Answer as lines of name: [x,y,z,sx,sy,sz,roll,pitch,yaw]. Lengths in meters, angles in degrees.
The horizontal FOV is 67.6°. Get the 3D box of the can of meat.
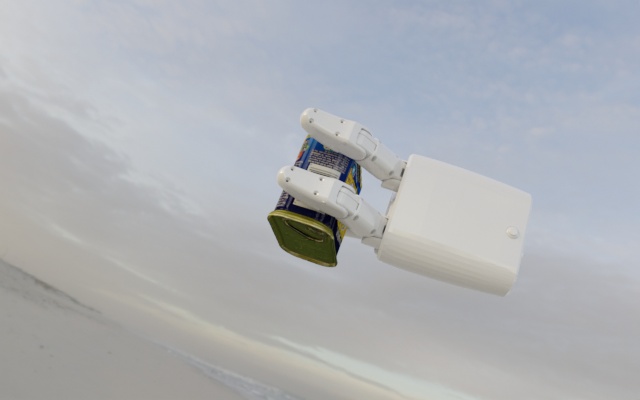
can of meat: [0.000,0.001,0.425,0.057,0.084,0.102,17,-22,12]
